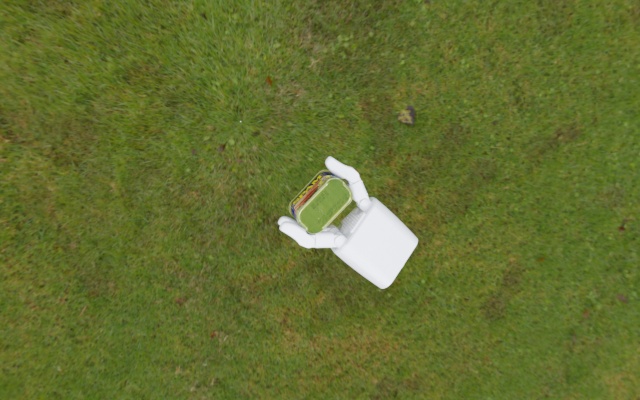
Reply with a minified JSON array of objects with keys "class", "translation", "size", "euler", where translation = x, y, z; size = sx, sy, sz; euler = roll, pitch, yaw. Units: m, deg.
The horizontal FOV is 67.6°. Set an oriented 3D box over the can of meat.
[{"class":"can of meat","translation":[0.000,0.002,0.779],"size":[0.057,0.102,0.084],"euler":[44,0,-14]}]
